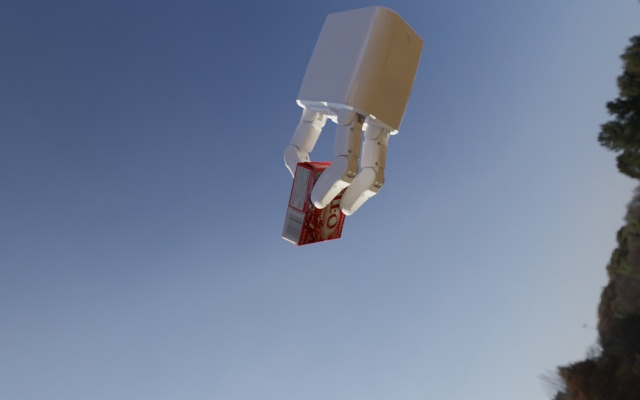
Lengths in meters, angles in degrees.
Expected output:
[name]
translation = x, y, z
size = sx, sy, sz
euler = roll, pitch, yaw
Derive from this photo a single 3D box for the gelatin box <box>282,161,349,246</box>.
[gelatin box]
translation = 0.000, 0.002, 0.527
size = 0.030, 0.089, 0.073
euler = 24, 19, 37
